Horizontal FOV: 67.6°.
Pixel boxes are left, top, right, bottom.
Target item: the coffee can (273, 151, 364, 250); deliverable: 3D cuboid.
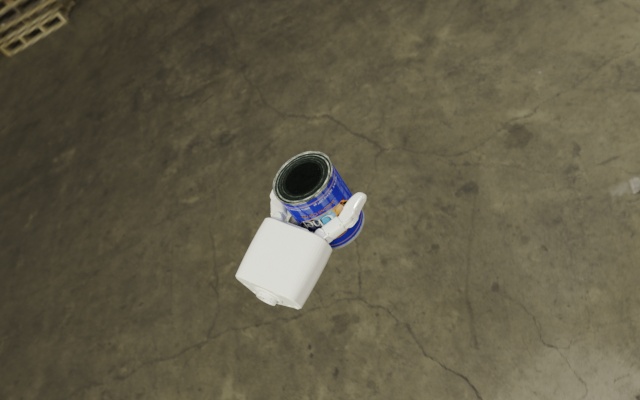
[{"bbox_3d":[0.000,0.003,0.781,0.103,0.102,0.140,0,-34,30],"label":"coffee can"}]
